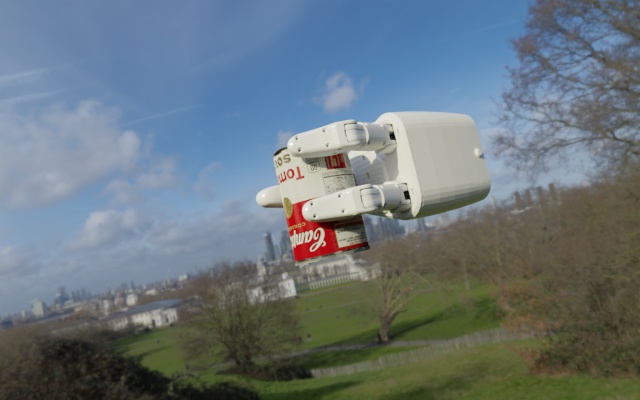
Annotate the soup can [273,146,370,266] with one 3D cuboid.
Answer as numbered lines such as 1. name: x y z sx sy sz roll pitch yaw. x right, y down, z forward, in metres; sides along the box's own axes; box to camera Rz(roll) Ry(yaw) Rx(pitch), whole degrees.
1. soup can: 0.000 0.001 0.428 0.068 0.102 0.068 -13 -6 -1
